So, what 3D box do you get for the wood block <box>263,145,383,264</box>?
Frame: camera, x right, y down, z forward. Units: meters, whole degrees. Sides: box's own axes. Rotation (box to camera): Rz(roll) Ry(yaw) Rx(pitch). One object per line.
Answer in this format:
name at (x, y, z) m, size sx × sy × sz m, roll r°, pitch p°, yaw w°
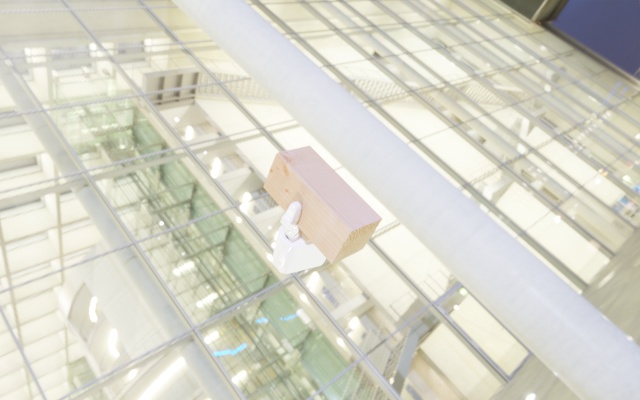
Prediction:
wood block at (0.000, 0.003, 0.873) m, size 0.091 × 0.090 × 0.206 m, roll -20°, pitch 58°, yaw -44°
